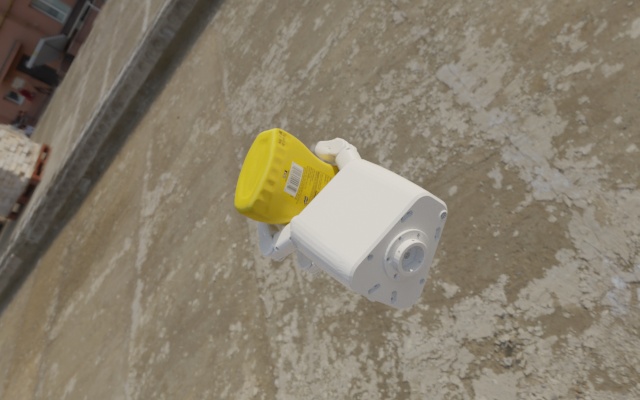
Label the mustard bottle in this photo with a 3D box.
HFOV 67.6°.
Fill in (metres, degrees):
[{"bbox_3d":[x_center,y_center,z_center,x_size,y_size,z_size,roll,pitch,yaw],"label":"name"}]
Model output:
[{"bbox_3d":[0.000,0.002,0.545,0.192,0.096,0.058,27,-21,-36],"label":"mustard bottle"}]
